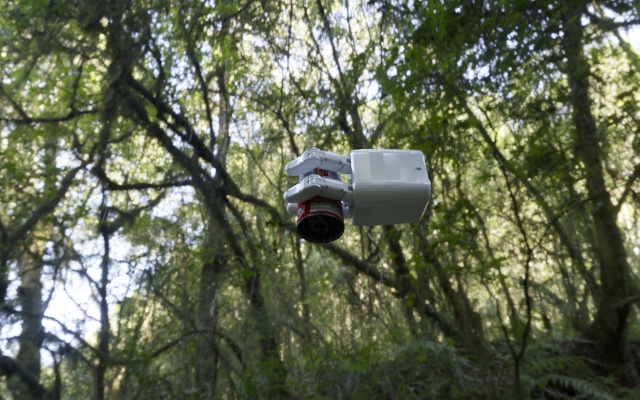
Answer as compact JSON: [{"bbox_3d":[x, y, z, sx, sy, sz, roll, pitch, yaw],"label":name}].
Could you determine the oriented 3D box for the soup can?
[{"bbox_3d":[0.000,0.002,0.702,0.068,0.102,0.069,0,-40,0],"label":"soup can"}]
